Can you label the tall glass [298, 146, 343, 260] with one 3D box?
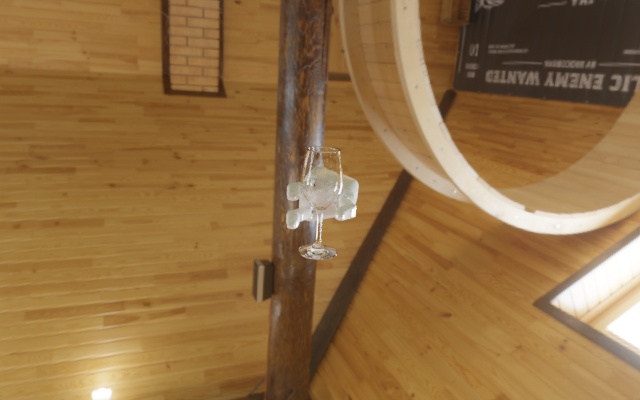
[{"bbox_3d":[0.000,0.004,0.887,0.079,0.201,0.079,3,16,-1],"label":"tall glass"}]
